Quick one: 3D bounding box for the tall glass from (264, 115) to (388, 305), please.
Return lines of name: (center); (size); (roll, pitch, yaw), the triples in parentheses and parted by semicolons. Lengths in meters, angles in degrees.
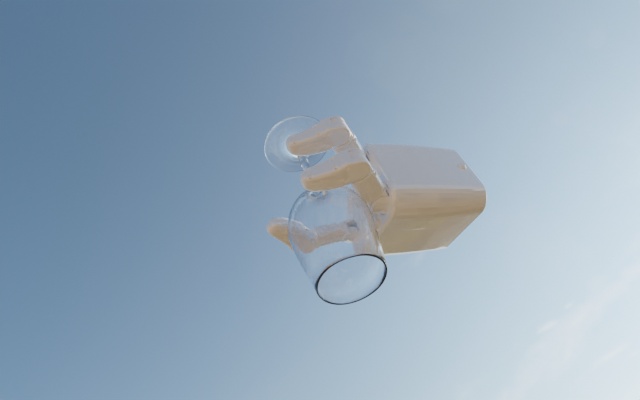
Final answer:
tall glass: (0.000, 0.001, 0.459); (0.079, 0.079, 0.201); (0, 40, -19)
